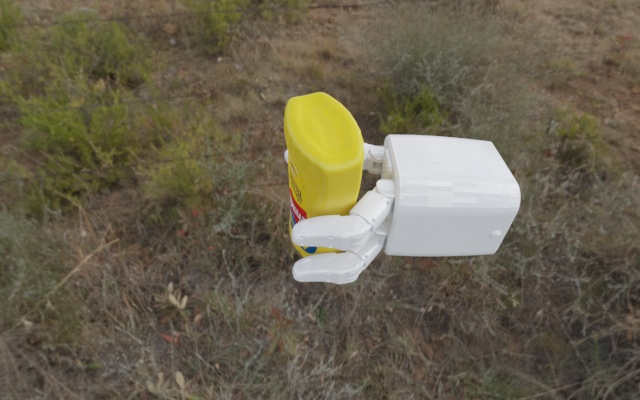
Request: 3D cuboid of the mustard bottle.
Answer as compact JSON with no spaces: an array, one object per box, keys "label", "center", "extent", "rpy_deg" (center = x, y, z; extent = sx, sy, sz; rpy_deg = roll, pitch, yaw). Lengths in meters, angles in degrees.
[{"label":"mustard bottle","center":[0.000,0.001,0.451],"extent":[0.058,0.096,0.192],"rpy_deg":[-16,-38,-14]}]
